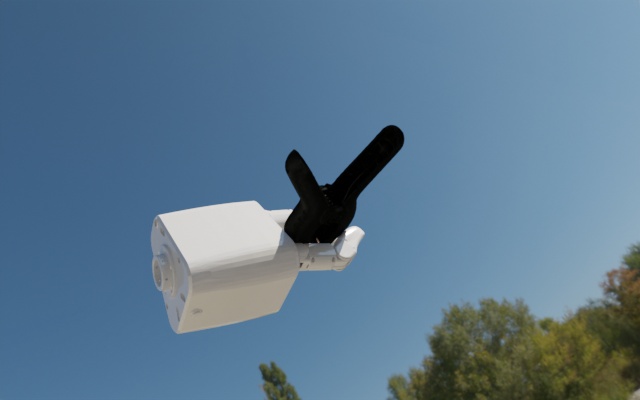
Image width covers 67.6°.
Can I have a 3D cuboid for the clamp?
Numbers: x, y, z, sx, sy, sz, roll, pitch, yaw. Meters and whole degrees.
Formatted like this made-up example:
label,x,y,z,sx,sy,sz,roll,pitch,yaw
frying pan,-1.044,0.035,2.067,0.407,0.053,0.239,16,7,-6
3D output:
label,x,y,z,sx,sy,sz,roll,pitch,yaw
clamp,0.000,0.001,0.451,0.120,0.039,0.172,-7,-41,-34
